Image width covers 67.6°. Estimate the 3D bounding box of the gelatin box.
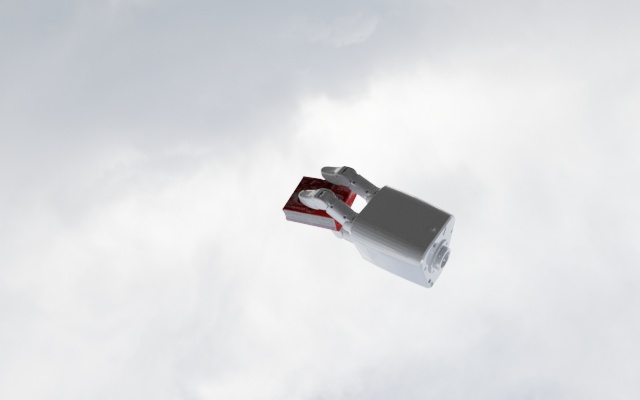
[{"bbox_3d":[0.000,0.003,0.696,0.089,0.030,0.073,10,49,25],"label":"gelatin box"}]
